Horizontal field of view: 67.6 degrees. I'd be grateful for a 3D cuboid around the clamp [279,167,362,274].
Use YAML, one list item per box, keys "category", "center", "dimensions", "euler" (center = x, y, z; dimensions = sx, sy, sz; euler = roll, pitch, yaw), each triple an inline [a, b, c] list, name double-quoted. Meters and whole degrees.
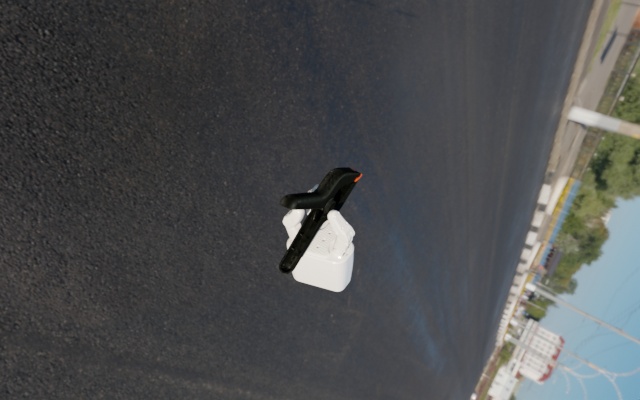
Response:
- category: "clamp"
  center: [0.001, 0.003, 0.760]
  dimensions: [0.036, 0.210, 0.165]
  euler: [30, -33, 21]
